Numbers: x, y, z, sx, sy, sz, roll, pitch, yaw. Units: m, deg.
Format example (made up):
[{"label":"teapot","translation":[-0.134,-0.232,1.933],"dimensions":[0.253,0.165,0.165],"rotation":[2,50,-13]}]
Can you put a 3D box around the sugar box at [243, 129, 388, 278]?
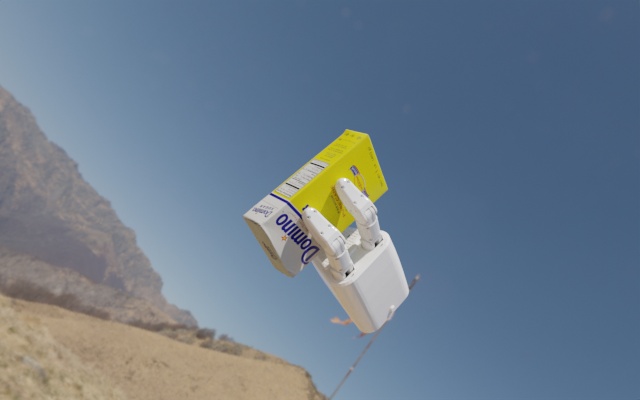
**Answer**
[{"label":"sugar box","translation":[0.001,0.002,0.579],"dimensions":[0.176,0.093,0.048],"rotation":[-44,39,-23]}]
